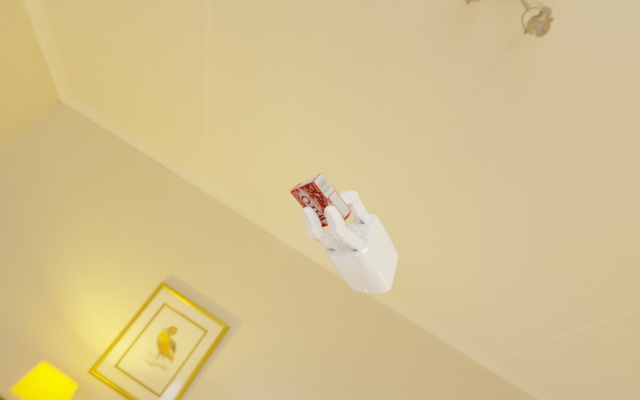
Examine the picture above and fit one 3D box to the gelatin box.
[{"bbox_3d":[0.000,0.002,0.827,0.073,0.089,0.030,-21,22,51],"label":"gelatin box"}]
